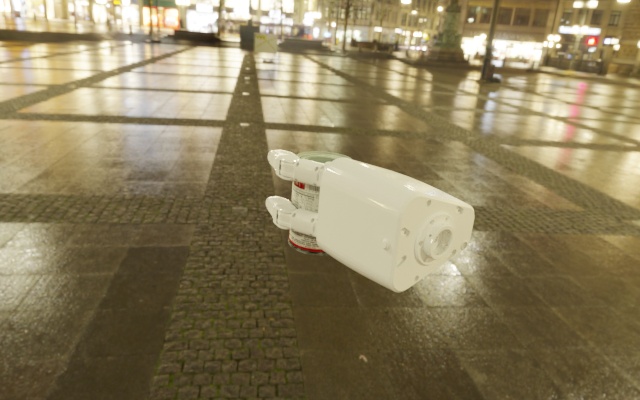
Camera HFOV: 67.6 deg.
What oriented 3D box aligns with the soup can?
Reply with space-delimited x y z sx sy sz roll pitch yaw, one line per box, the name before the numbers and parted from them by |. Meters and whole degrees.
soup can | 0.000 0.001 0.538 0.068 0.102 0.068 4 19 -1
